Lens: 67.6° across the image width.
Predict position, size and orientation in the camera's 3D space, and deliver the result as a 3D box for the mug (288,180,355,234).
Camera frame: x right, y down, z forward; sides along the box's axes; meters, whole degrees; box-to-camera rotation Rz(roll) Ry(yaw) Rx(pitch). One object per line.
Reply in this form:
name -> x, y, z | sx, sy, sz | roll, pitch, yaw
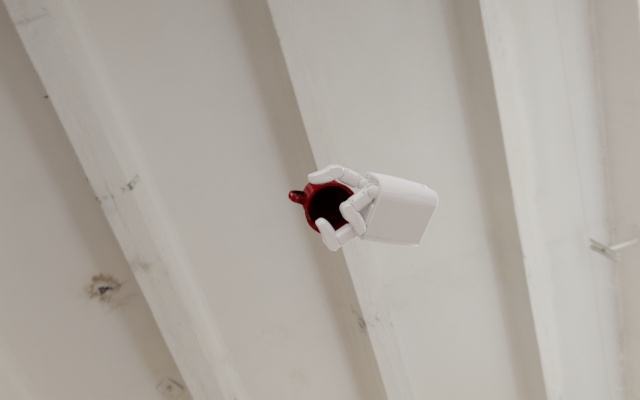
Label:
mug -> -0.001, 0.003, 0.838 | 0.117, 0.093, 0.081 | 10, 12, -14
